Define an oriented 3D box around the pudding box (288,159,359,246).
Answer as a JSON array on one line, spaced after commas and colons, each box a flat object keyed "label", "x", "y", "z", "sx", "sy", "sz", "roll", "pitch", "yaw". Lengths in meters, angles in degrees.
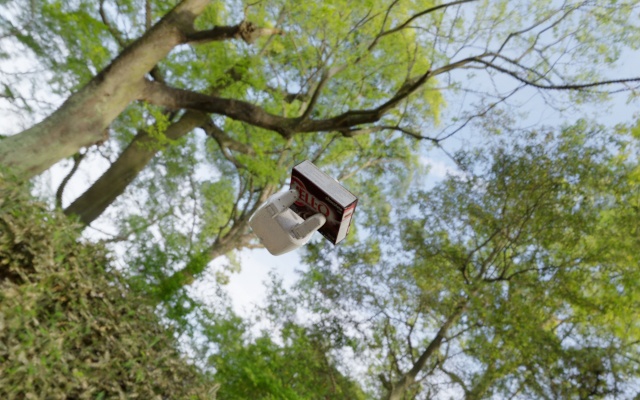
[{"label": "pudding box", "x": 0.000, "y": 0.002, "z": 0.746, "sx": 0.113, "sy": 0.090, "sz": 0.039, "roll": 37, "pitch": 52, "yaw": 21}]
